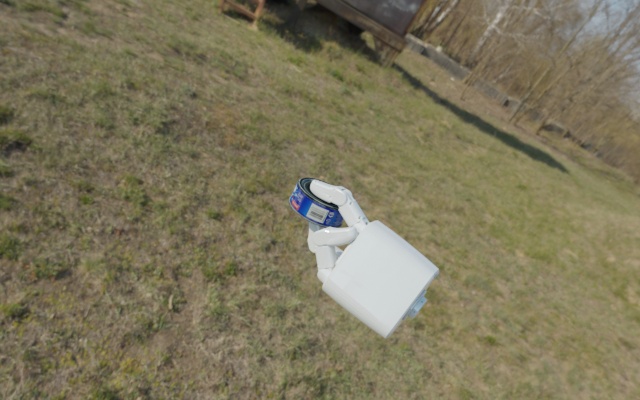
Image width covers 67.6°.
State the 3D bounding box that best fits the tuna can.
[{"bbox_3d":[0.000,0.002,0.686,0.086,0.034,0.086,22,23,-10],"label":"tuna can"}]
